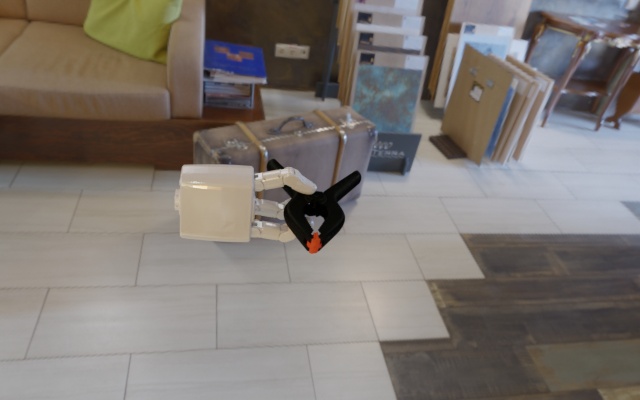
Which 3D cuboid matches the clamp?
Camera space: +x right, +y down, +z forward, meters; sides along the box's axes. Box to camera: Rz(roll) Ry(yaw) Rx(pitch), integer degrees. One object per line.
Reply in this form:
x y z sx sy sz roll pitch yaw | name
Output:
0.000 0.002 0.760 0.164 0.036 0.209 2 38 -11 | clamp
